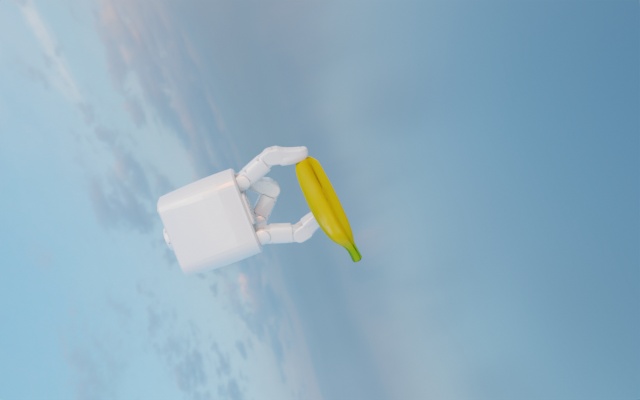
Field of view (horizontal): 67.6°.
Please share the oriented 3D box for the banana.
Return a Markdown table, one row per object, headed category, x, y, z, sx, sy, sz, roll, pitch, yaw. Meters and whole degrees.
| category | x | y | z | sx | sy | sz | roll | pitch | yaw |
| --- | --- | --- | --- | --- | --- | --- | --- | --- | --- |
| banana | -0.003 | -0.008 | 0.609 | 0.037 | 0.070 | 0.197 | -21 | 46 | -4 |
